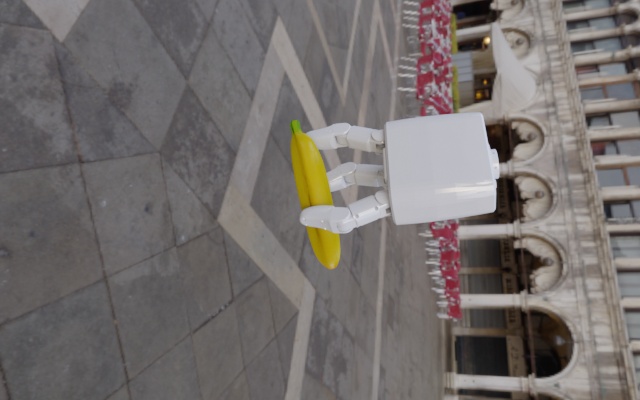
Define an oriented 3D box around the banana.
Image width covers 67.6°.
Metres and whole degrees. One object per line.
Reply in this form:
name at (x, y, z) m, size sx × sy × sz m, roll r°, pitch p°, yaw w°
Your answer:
banana at (-0.002, 0.005, 0.565) m, size 0.037 × 0.198 × 0.069 m, roll -9°, pitch 19°, yaw 8°
